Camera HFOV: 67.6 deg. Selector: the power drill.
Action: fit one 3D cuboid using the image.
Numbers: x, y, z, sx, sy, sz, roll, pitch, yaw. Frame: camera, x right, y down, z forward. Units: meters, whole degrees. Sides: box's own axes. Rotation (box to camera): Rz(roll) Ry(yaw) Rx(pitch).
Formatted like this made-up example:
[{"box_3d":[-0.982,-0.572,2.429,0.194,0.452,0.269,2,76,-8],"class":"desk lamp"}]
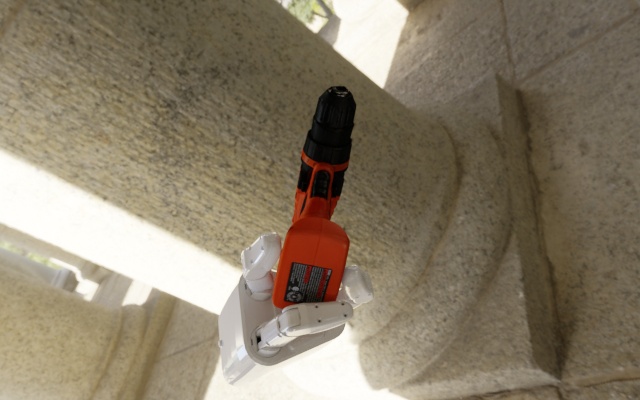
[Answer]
[{"box_3d":[0.000,0.002,0.468,0.057,0.185,0.187,10,35,-1],"class":"power drill"}]
